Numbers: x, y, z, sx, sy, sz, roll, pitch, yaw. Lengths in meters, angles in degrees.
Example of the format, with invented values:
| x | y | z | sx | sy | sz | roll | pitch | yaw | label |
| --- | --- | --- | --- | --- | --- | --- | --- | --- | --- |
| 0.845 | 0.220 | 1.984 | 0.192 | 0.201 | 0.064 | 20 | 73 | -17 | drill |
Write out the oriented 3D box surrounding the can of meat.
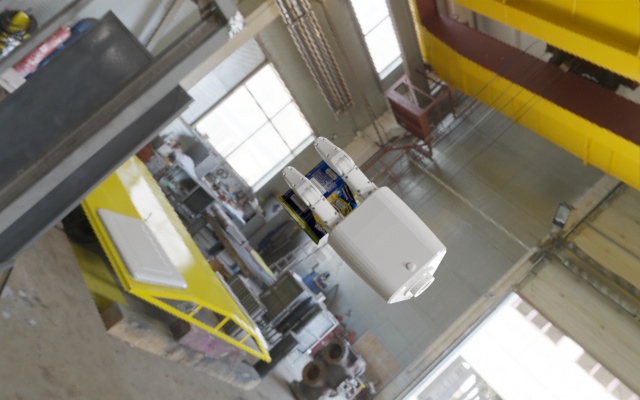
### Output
| x | y | z | sx | sy | sz | roll | pitch | yaw | label |
| --- | --- | --- | --- | --- | --- | --- | --- | --- | --- |
| 0.000 | 0.002 | 0.634 | 0.057 | 0.084 | 0.102 | 46 | -5 | 27 | can of meat |
